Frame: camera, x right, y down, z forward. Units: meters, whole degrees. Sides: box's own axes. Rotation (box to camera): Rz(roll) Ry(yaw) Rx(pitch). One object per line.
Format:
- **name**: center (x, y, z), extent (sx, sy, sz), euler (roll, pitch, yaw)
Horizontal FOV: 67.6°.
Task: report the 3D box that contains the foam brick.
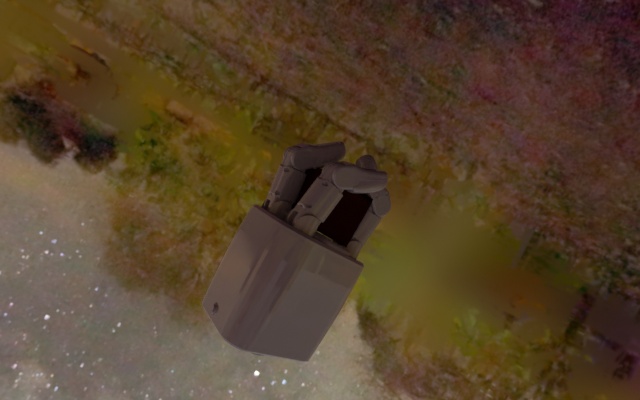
- **foam brick**: center (0.000, 0.001, 0.454), extent (0.053, 0.051, 0.078), euler (31, -3, -30)
